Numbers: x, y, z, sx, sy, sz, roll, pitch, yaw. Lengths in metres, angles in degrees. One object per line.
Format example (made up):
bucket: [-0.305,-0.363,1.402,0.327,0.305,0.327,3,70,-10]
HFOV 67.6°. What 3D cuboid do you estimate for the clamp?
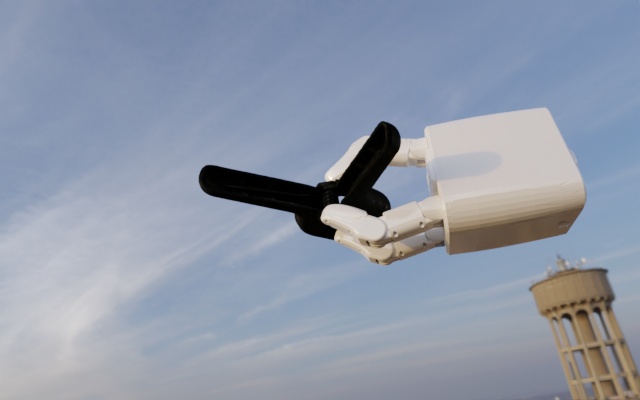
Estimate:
clamp: [0.000,0.001,0.442,0.164,0.036,0.210,-8,-24,12]
